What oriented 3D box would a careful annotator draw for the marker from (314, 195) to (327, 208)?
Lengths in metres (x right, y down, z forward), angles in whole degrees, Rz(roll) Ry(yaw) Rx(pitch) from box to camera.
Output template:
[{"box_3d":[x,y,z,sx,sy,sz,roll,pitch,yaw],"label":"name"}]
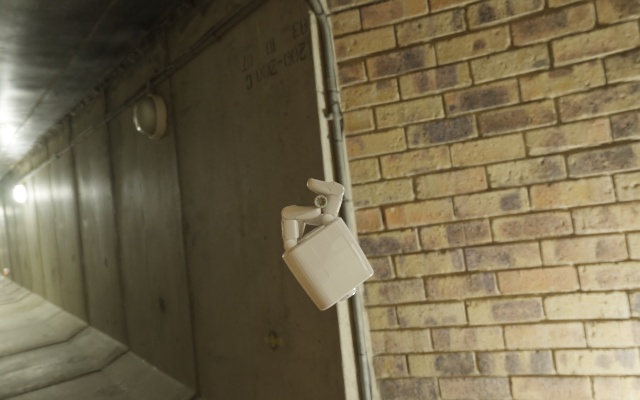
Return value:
[{"box_3d":[0.000,0.002,0.744,0.020,0.020,0.121,0,-1,0],"label":"marker"}]
